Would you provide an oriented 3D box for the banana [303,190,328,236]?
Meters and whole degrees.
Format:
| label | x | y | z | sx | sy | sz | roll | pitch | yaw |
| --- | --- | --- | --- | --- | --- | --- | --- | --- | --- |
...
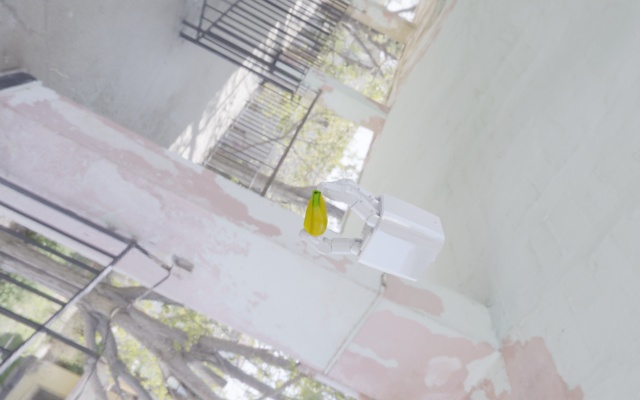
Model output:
| label | x | y | z | sx | sy | sz | roll | pitch | yaw |
| --- | --- | --- | --- | --- | --- | --- | --- | --- | --- |
| banana | -0.005 | 0.021 | 0.756 | 0.037 | 0.069 | 0.198 | 15 | 0 | -2 |
